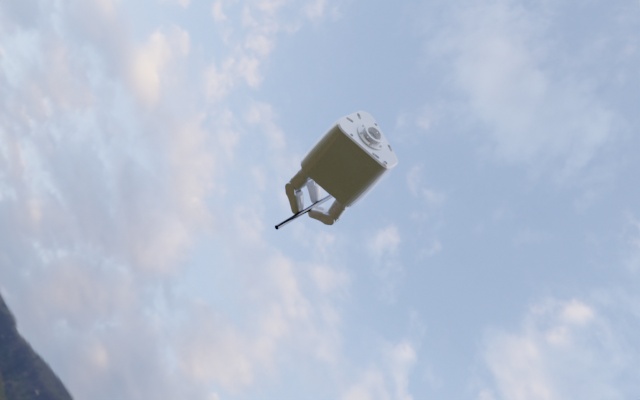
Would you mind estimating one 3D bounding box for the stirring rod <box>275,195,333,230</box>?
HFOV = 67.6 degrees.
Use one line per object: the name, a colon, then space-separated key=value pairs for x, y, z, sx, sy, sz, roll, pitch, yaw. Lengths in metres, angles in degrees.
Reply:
stirring rod: x=0.000 y=0.003 z=0.846 sx=0.011 sy=0.011 sz=0.239 roll=0 pitch=19 yaw=38
